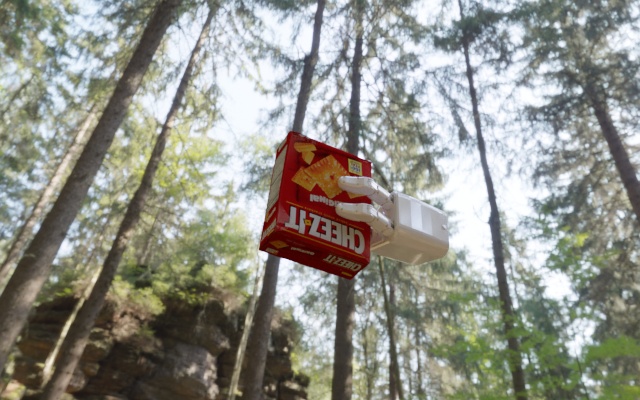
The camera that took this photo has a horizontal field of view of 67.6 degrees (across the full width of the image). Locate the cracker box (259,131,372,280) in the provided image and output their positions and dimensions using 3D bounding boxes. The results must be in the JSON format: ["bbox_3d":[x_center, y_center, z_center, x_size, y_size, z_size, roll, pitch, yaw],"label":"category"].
[{"bbox_3d":[0.000,0.003,0.787,0.164,0.213,0.072,20,-41,-18],"label":"cracker box"}]
